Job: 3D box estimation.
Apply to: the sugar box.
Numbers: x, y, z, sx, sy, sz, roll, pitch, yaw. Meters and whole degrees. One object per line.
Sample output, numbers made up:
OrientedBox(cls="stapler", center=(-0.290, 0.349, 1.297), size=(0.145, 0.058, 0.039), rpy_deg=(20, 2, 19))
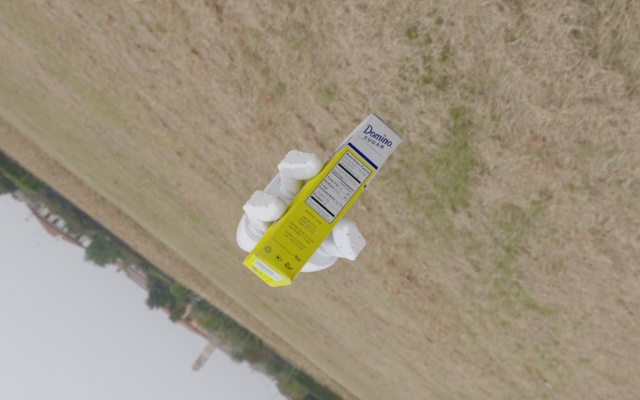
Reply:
OrientedBox(cls="sugar box", center=(0.000, 0.001, 0.465), size=(0.048, 0.176, 0.093), rpy_deg=(38, -19, -6))
